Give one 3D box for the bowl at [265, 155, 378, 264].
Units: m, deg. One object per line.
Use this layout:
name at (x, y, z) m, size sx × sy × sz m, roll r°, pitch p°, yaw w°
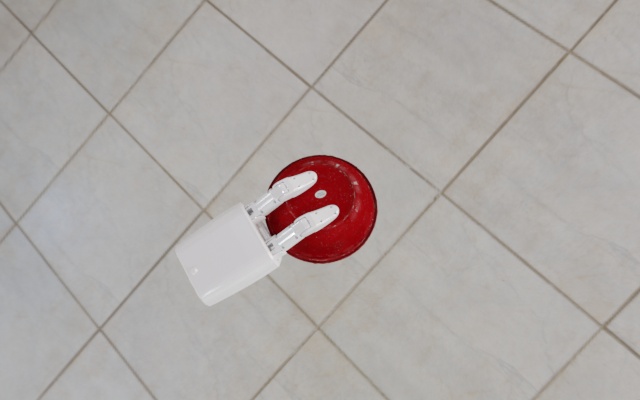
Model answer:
bowl at (0.001, 0.001, 0.653) m, size 0.162 × 0.162 × 0.055 m, roll 0°, pitch -18°, yaw 0°
